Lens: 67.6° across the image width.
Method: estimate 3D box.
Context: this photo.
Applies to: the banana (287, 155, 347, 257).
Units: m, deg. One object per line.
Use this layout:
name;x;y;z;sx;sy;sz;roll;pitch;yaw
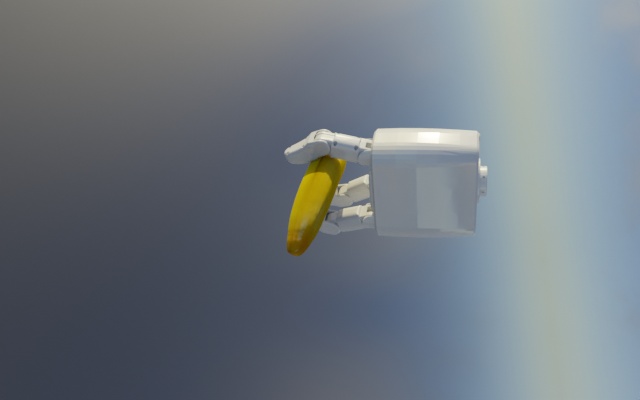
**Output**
banana;0.002;-0.016;0.526;0.037;0.070;0.197;10;28;9
